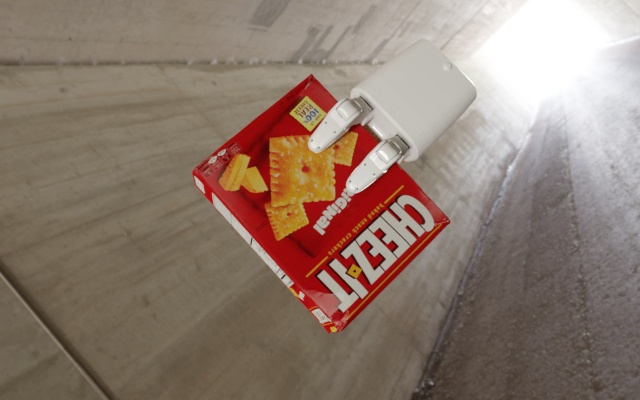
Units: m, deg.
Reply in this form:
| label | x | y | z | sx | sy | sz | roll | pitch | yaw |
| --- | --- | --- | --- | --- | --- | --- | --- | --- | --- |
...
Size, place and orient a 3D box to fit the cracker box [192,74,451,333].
| label | x | y | z | sx | sy | sz | roll | pitch | yaw |
| --- | --- | --- | --- | --- | --- | --- | --- | --- | --- |
| cracker box | 0.000 | 0.002 | 0.495 | 0.164 | 0.213 | 0.072 | -42 | -5 | -16 |
